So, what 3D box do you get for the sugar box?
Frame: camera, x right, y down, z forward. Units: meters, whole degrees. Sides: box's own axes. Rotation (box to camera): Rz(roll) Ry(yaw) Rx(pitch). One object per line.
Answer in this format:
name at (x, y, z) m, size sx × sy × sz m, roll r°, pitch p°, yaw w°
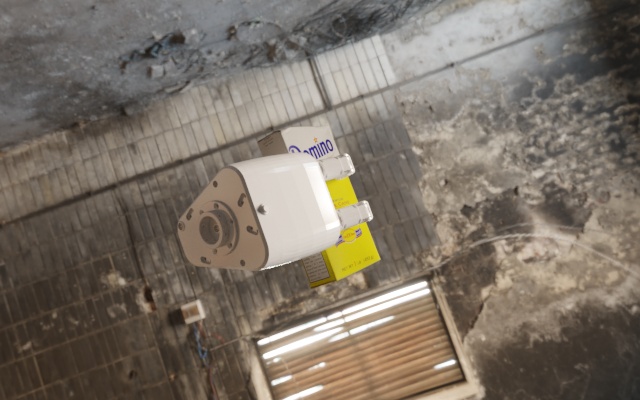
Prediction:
sugar box at (0.000, 0.002, 0.551) m, size 0.048 × 0.176 × 0.093 m, roll -22°, pitch -4°, yaw 39°
